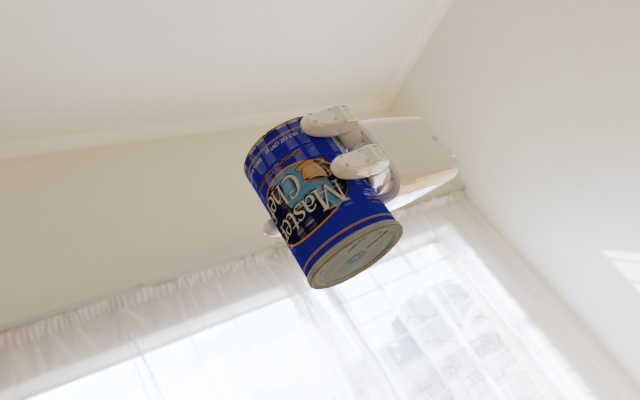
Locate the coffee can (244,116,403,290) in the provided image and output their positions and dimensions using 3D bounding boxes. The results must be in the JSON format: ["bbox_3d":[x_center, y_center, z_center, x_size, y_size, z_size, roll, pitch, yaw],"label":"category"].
[{"bbox_3d":[0.000,0.002,0.474,0.103,0.140,0.103,-27,-25,-14],"label":"coffee can"}]
